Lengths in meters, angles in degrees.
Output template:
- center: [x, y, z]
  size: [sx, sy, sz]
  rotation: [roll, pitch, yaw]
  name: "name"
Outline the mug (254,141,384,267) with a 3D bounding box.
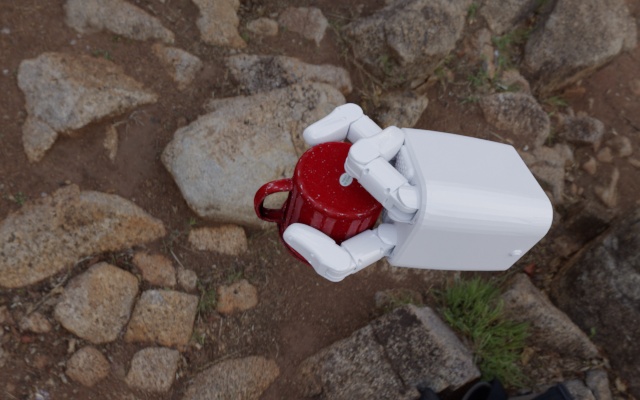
- center: [-0.001, 0.001, 0.422]
  size: [0.117, 0.093, 0.082]
  rotation: [5, -35, -10]
  name: "mug"
